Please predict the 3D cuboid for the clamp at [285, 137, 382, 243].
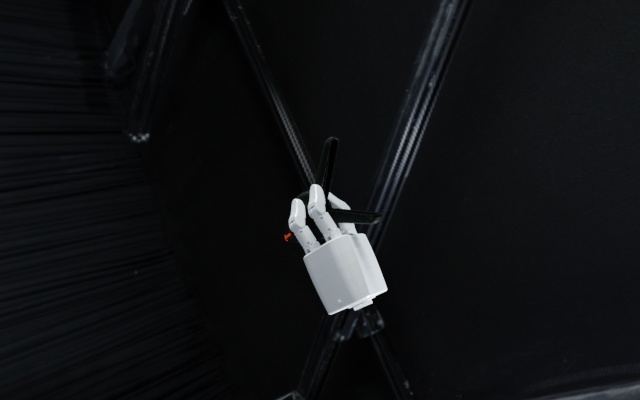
[{"bbox_3d":[0.000,0.003,0.828,0.036,0.164,0.210,-6,-22,-46],"label":"clamp"}]
